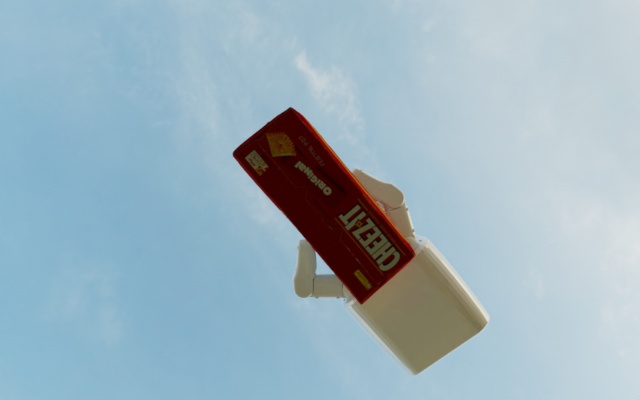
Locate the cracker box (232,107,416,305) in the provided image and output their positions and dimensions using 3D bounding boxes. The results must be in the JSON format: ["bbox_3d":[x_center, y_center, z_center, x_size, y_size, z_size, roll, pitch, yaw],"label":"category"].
[{"bbox_3d":[0.000,0.002,0.489,0.072,0.164,0.213,-41,3,-2],"label":"cracker box"}]
